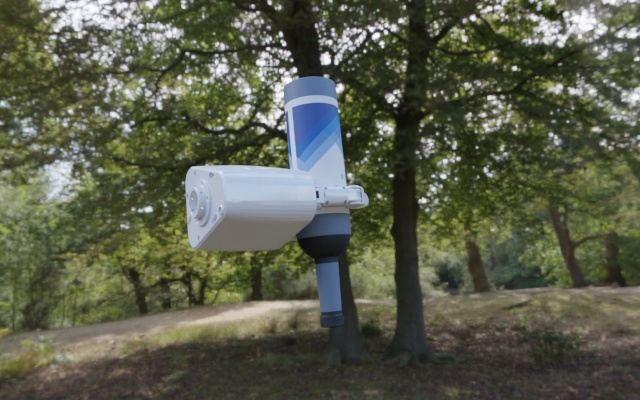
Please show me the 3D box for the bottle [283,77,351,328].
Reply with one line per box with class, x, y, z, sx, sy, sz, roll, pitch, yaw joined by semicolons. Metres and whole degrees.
bottle;0.000;0.002;0.579;0.069;0.295;0.069;-5;-9;-1
